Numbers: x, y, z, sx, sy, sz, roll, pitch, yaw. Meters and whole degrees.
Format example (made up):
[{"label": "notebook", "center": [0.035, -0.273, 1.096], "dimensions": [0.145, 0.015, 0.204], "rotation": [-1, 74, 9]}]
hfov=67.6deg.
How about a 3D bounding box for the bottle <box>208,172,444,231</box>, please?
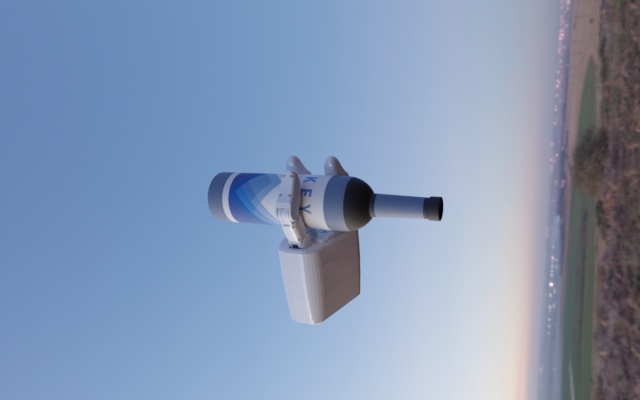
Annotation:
[{"label": "bottle", "center": [0.000, 0.002, 0.588], "dimensions": [0.295, 0.069, 0.069], "rotation": [3, 1, 25]}]
